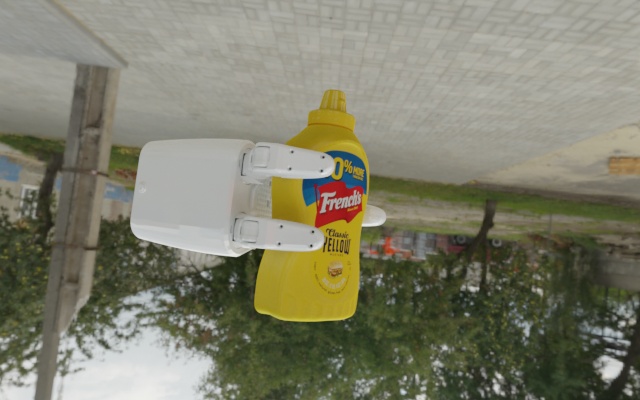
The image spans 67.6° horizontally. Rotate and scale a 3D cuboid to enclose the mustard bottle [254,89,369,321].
[{"bbox_3d":[0.000,0.002,0.405,0.096,0.191,0.058,11,-6,-44],"label":"mustard bottle"}]
